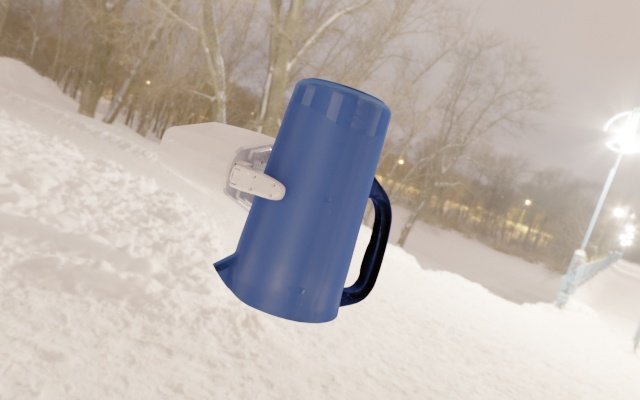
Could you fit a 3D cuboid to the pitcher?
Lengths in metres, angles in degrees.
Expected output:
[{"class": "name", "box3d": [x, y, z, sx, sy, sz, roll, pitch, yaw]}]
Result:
[{"class": "pitcher", "box3d": [0.000, 0.002, 0.526, 0.145, 0.243, 0.149, 21, 6, 24]}]
